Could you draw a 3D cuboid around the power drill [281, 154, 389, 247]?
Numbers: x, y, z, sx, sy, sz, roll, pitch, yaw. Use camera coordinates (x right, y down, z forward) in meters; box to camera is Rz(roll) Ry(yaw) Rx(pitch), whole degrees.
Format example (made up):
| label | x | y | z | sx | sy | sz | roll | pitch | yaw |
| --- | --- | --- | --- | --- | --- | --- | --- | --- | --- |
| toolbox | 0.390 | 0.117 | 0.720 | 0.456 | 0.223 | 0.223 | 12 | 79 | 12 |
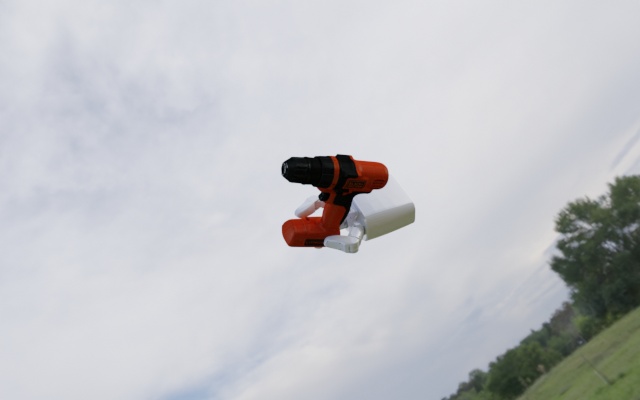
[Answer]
| label | x | y | z | sx | sy | sz | roll | pitch | yaw |
| --- | --- | --- | --- | --- | --- | --- | --- | --- | --- |
| power drill | 0.000 | 0.003 | 0.786 | 0.184 | 0.057 | 0.188 | 3 | -42 | -27 |
